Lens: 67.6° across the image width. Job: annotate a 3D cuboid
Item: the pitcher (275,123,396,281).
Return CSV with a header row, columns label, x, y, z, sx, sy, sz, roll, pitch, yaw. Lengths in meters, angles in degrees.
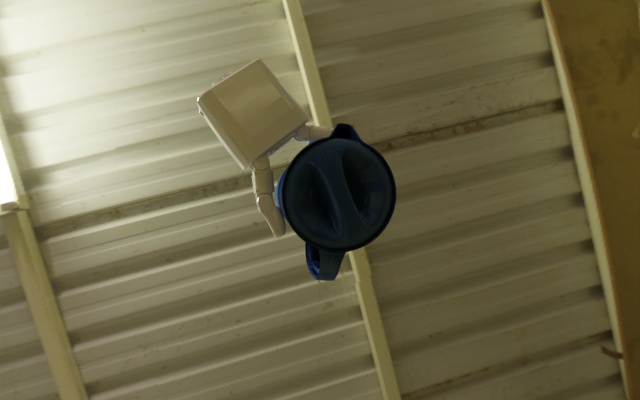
label,x,y,z,sx,sy,sz,roll,pitch,yaw
pitcher,0.000,0.002,0.651,0.149,0.145,0.243,-41,7,-7
